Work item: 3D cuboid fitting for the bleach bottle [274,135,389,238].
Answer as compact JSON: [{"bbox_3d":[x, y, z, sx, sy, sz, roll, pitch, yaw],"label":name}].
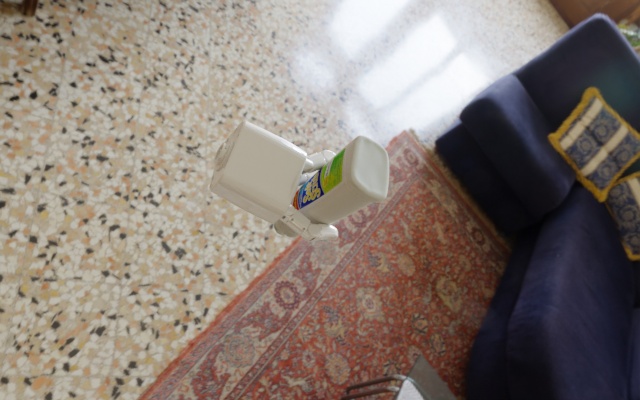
[{"bbox_3d":[0.000,0.002,0.744,0.068,0.102,0.251,28,-39,-24],"label":"bleach bottle"}]
